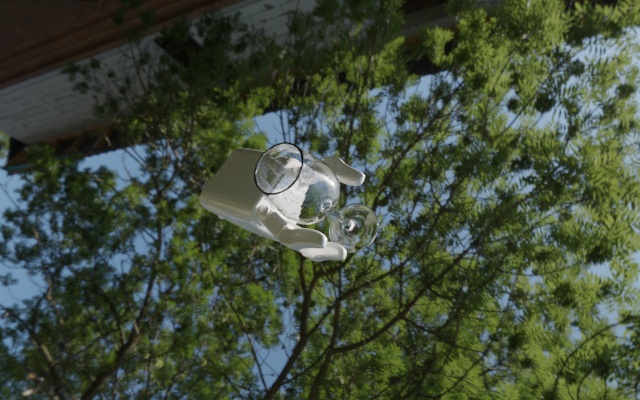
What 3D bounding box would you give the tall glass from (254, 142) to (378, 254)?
[{"bbox_3d":[0.001,0.002,0.587,0.079,0.079,0.201,0,-22,29],"label":"tall glass"}]
